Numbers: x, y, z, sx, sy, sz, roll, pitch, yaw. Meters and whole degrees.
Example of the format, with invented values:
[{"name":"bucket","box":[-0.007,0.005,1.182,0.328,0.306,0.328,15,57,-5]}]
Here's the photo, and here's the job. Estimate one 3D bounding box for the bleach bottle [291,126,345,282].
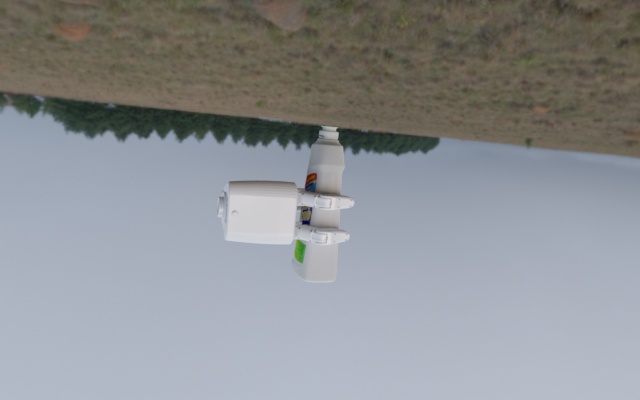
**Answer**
[{"name":"bleach bottle","box":[0.000,0.003,0.796,0.068,0.251,0.102,3,9,-17]}]
